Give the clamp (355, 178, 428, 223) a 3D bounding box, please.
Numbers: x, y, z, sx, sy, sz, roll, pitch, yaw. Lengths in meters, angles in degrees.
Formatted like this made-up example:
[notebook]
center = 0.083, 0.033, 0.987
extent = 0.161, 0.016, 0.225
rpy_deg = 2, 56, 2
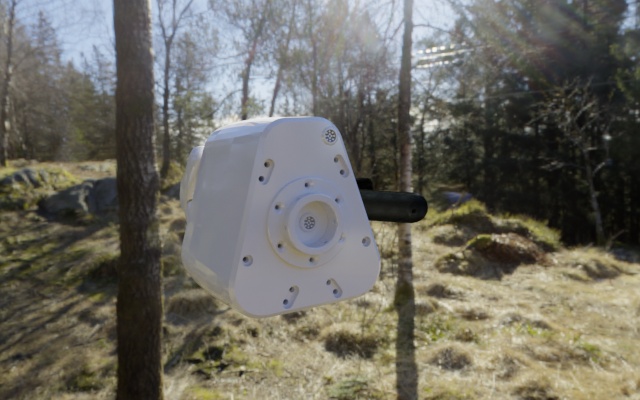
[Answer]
[clamp]
center = 0.000, 0.001, 0.403
extent = 0.171, 0.039, 0.120
rpy_deg = -6, 6, -26
